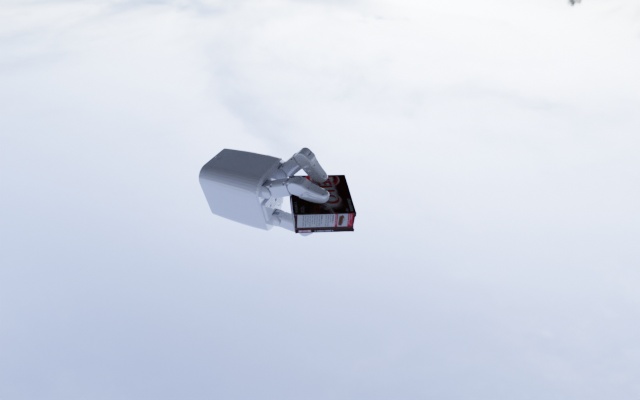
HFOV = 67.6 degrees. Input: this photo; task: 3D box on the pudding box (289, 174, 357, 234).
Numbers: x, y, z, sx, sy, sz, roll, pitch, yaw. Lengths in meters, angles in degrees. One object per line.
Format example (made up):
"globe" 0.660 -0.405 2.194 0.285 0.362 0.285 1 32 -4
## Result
"pudding box" 0.000 0.002 0.714 0.090 0.039 0.113 -2 35 -6
